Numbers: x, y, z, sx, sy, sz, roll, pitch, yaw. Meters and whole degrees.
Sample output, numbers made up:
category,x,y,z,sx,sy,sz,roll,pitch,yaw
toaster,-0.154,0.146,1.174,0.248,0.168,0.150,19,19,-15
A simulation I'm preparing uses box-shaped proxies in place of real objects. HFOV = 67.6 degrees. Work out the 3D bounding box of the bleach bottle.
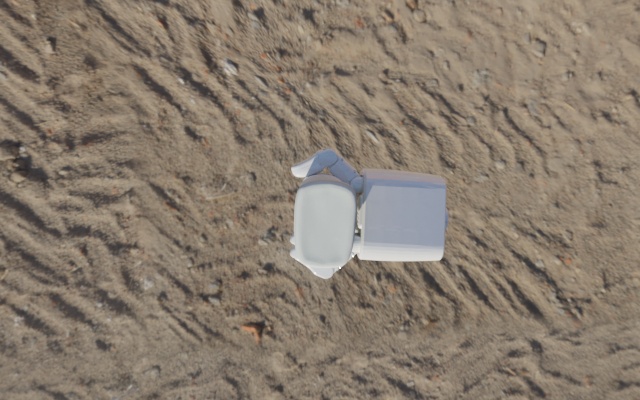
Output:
category,x,y,z,sx,sy,sz,roll,pitch,yaw
bleach bottle,0.000,0.002,0.634,0.068,0.102,0.250,3,13,-3
